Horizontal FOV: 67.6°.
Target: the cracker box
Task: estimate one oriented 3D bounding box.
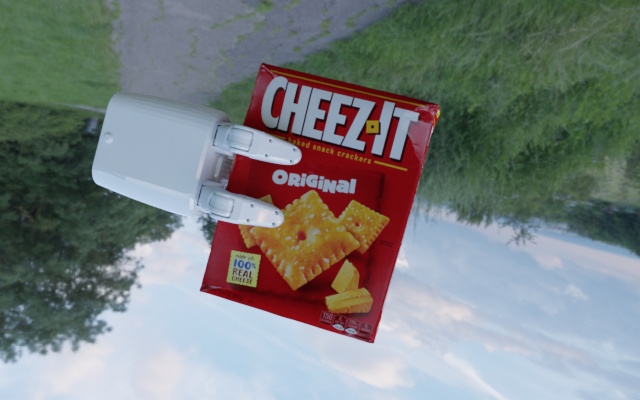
[{"bbox_3d":[0.000,0.002,0.437,0.164,0.213,0.072,16,2,10],"label":"cracker box"}]
